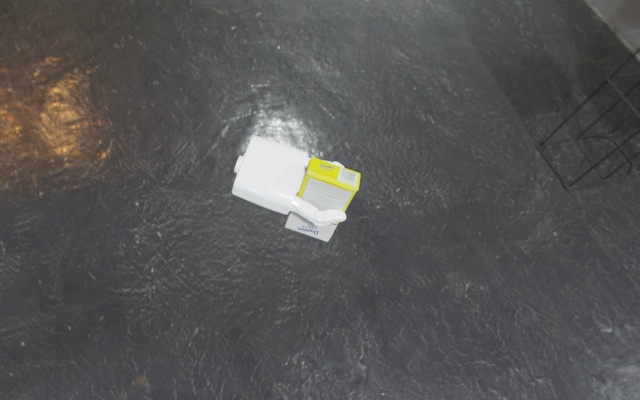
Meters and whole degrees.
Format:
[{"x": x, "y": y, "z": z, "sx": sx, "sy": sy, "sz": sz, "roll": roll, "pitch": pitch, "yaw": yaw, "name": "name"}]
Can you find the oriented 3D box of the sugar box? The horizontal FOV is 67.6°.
[{"x": 0.000, "y": 0.002, "z": 0.877, "sx": 0.093, "sy": 0.048, "sz": 0.176, "roll": 20, "pitch": -36, "yaw": -6, "name": "sugar box"}]
